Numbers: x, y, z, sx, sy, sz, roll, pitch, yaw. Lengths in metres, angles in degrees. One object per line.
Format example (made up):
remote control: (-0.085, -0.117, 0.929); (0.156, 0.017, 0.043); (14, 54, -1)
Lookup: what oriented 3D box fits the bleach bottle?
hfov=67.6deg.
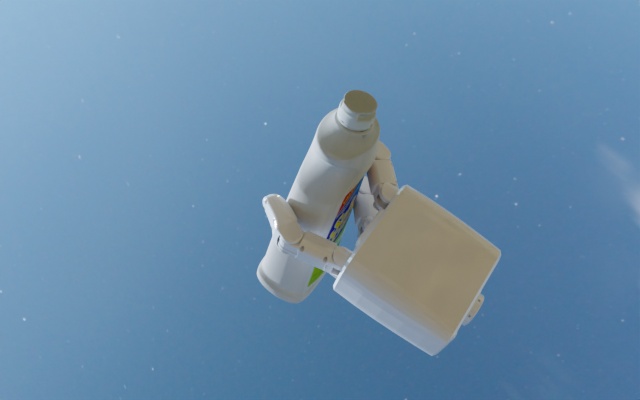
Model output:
bleach bottle: (0.000, 0.001, 0.471); (0.068, 0.251, 0.102); (34, 52, 11)
